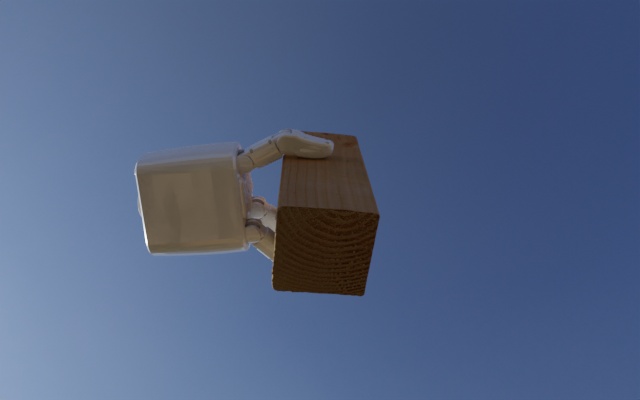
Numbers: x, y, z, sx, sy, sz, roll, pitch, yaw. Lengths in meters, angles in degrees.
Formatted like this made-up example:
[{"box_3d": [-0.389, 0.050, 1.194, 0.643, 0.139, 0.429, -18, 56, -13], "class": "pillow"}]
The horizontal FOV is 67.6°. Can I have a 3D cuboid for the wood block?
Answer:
[{"box_3d": [0.000, 0.001, 0.514, 0.090, 0.091, 0.206, 5, 26, -4], "class": "wood block"}]
